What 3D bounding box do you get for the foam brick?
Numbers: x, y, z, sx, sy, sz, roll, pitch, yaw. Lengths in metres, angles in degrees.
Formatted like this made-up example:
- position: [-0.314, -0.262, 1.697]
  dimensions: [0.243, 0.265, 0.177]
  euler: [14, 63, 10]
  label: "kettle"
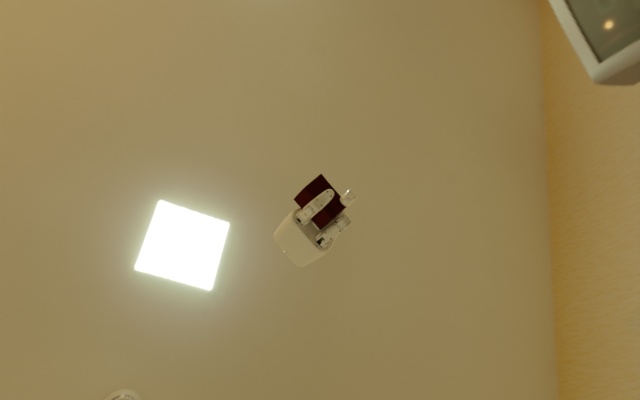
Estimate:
- position: [0.000, 0.003, 0.874]
  dimensions: [0.053, 0.078, 0.051]
  euler: [-39, -2, -36]
  label: "foam brick"
